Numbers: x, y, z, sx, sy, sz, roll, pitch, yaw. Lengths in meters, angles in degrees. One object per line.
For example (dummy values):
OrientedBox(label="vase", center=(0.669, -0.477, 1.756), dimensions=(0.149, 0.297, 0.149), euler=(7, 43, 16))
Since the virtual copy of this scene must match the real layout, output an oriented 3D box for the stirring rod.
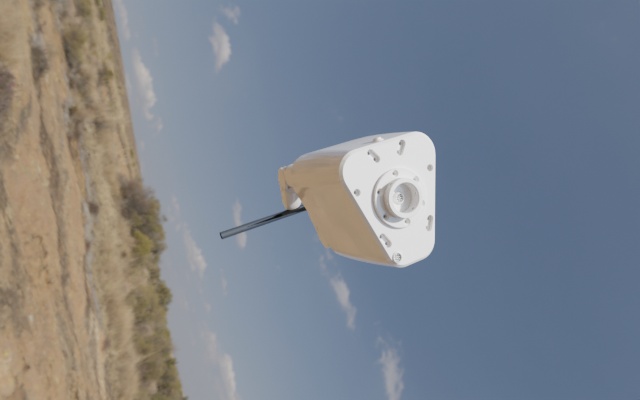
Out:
OrientedBox(label="stirring rod", center=(0.000, 0.002, 0.551), dimensions=(0.239, 0.011, 0.011), euler=(-19, 7, -22))
